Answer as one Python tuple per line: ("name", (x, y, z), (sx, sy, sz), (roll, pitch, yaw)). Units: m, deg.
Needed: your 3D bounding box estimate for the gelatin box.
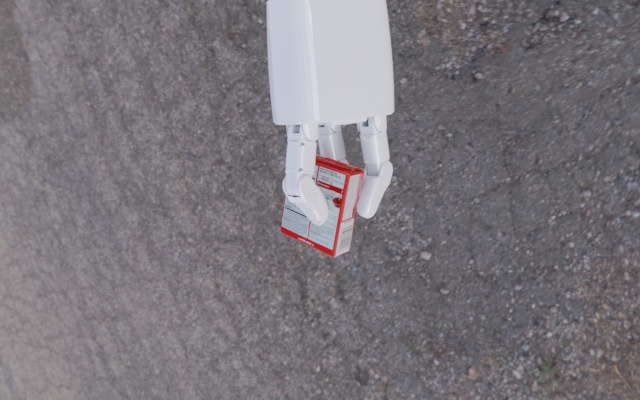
("gelatin box", (0.000, 0.002, 0.475), (0.073, 0.089, 0.030), (21, 22, 33))
